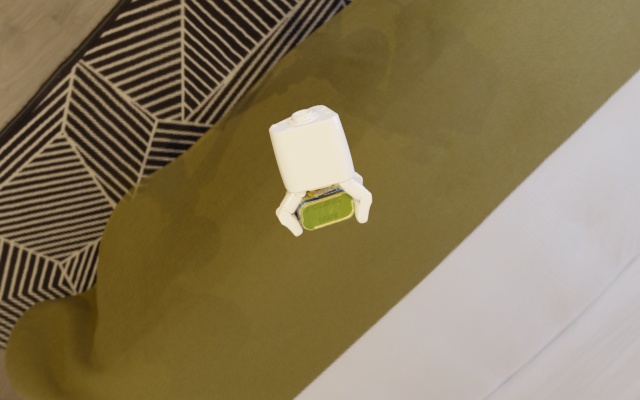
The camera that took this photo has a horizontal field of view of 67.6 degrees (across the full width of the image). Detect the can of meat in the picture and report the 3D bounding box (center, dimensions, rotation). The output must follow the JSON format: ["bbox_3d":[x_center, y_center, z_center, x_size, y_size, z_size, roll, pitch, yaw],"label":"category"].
[{"bbox_3d":[0.000,0.003,0.830,0.102,0.057,0.084,-18,27,-11],"label":"can of meat"}]
